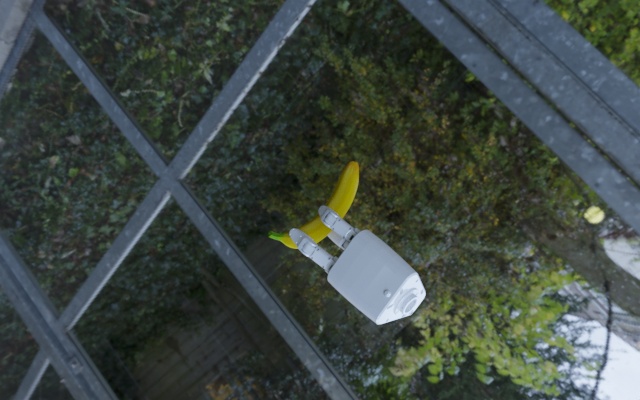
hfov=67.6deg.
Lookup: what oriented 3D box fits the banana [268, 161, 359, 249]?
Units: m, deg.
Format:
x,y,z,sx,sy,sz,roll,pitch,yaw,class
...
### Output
x,y,z,sx,sy,sz,roll,pitch,yaw,class
0.007,0.019,0.801,0.197,0.070,0.037,-42,29,-16,banana
